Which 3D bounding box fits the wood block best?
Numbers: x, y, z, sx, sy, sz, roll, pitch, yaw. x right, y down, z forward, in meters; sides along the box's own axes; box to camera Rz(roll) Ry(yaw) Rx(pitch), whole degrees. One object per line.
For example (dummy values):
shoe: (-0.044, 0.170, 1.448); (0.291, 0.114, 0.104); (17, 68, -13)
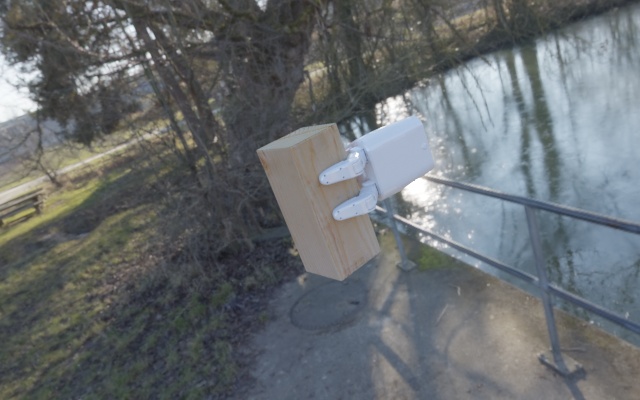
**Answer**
wood block: (0.000, 0.002, 0.702); (0.090, 0.206, 0.091); (-32, 21, -31)
